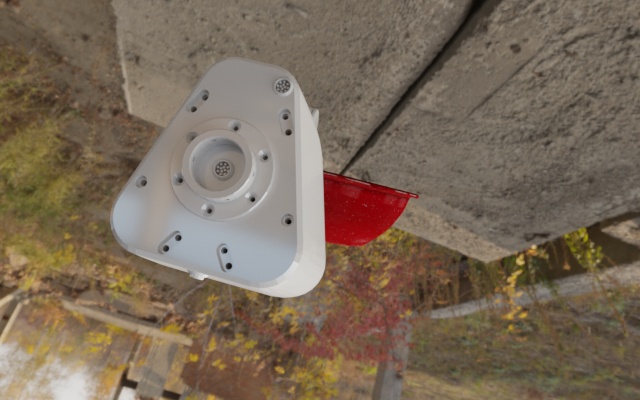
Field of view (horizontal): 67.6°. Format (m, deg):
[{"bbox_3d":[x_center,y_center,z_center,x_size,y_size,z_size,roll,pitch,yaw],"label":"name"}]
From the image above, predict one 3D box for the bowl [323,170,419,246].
[{"bbox_3d":[0.000,0.002,0.419,0.162,0.055,0.162,14,4,-1],"label":"bowl"}]
